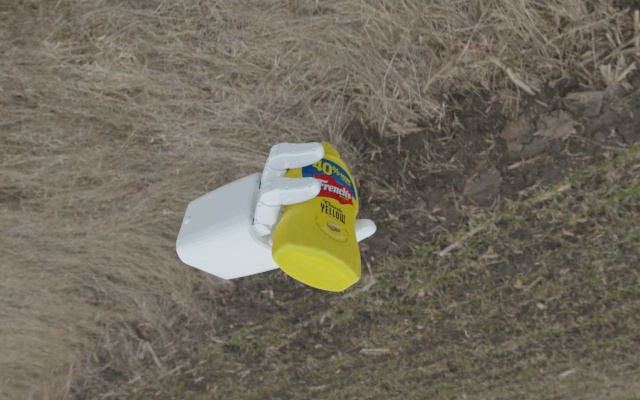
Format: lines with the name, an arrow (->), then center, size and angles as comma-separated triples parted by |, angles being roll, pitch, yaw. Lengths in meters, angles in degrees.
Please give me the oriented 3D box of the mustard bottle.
mustard bottle -> 0.000, 0.002, 0.540 | 0.096, 0.191, 0.058 | 28, -49, -24
